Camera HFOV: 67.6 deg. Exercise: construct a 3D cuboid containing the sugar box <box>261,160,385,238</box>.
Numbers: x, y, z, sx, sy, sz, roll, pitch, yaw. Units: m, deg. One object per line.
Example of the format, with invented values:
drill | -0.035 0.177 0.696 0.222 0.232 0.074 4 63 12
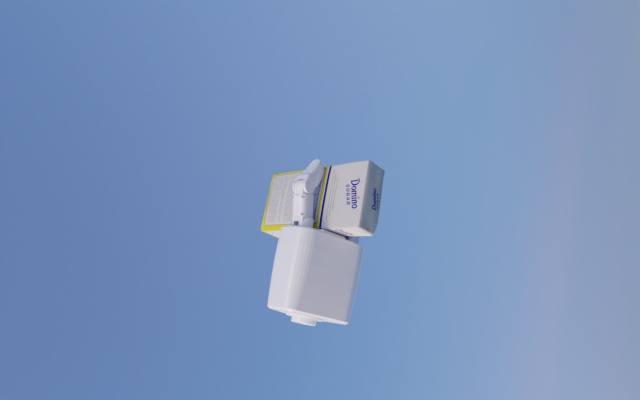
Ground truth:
sugar box | 0.000 0.002 0.660 0.176 0.093 0.048 -3 -21 38
